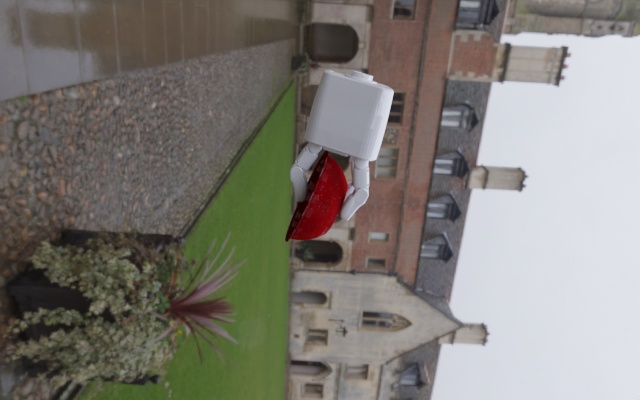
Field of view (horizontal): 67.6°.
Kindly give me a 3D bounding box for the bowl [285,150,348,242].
[{"bbox_3d":[0.000,0.004,0.769,0.055,0.162,0.162,25,-3,-7],"label":"bowl"}]
